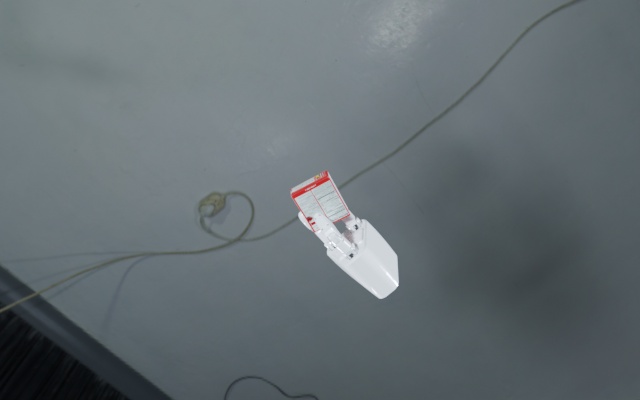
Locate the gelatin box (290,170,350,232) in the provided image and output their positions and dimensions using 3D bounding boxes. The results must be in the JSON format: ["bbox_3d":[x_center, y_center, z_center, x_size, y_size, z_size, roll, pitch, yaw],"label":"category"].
[{"bbox_3d":[0.000,0.003,0.833,0.073,0.089,0.030,-27,27,8],"label":"gelatin box"}]
